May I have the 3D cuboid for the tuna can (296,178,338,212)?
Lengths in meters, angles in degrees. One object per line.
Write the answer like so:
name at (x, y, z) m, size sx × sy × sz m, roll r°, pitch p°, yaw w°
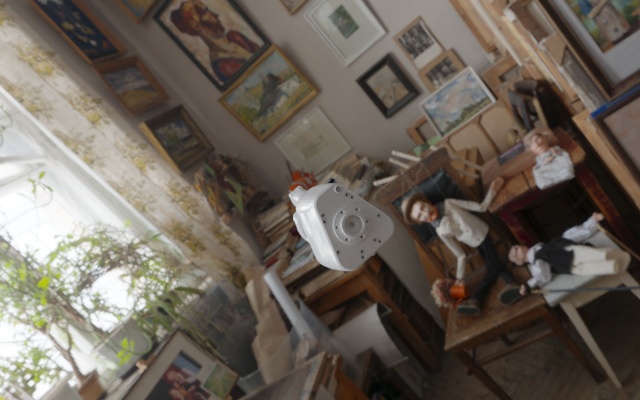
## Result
tuna can at (0.000, 0.002, 0.781) m, size 0.086 × 0.034 × 0.086 m, roll -43°, pitch 5°, yaw 4°
